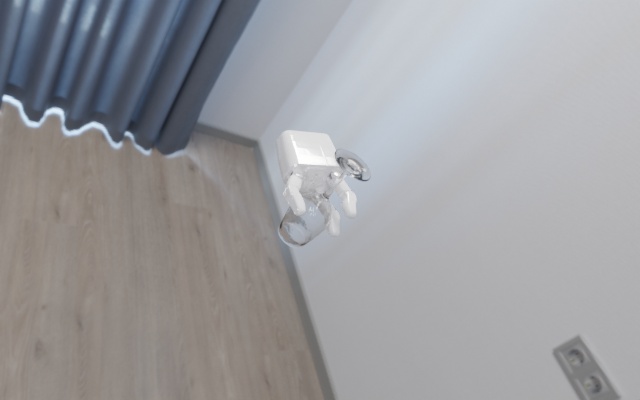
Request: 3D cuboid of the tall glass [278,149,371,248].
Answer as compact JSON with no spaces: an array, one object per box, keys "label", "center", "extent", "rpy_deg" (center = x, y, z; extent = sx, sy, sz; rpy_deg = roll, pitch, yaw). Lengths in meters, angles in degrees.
[{"label":"tall glass","center":[0.000,0.002,0.853],"extent":[0.079,0.079,0.201],"rpy_deg":[0,-40,-46]}]
